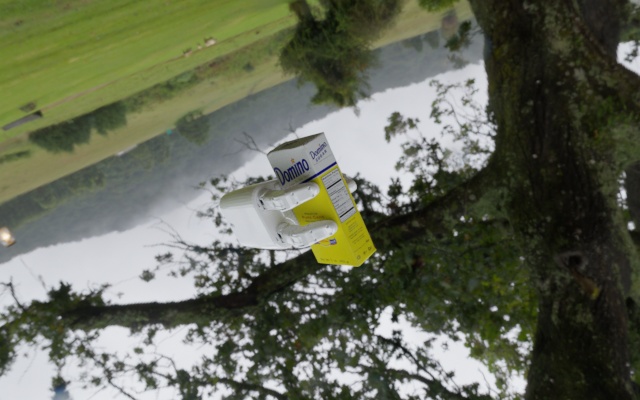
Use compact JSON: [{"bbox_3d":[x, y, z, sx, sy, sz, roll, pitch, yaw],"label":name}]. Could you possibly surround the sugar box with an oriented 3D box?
[{"bbox_3d":[0.000,0.002,0.638,0.048,0.176,0.093,-38,19,-32],"label":"sugar box"}]
